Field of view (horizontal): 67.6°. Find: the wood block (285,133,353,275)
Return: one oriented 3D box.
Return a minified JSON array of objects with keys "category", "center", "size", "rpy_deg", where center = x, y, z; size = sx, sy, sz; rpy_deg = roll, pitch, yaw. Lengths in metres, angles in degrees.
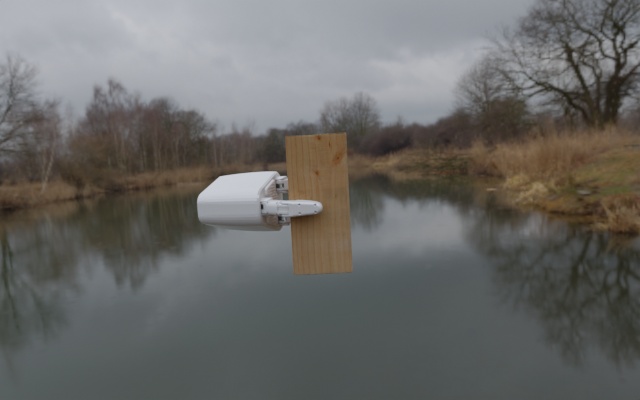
[{"category":"wood block","center":[0.000,0.002,0.738],"size":[0.090,0.206,0.091],"rpy_deg":[-3,7,3]}]
